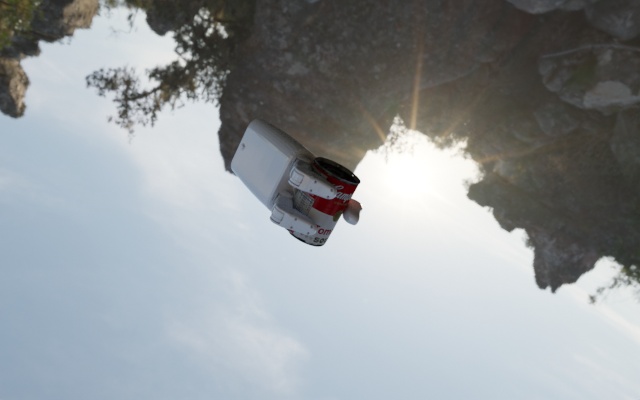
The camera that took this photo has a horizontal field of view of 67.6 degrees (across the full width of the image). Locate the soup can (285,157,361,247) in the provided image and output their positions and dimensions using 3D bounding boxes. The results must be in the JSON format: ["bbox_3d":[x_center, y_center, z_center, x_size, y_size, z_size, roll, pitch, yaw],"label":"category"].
[{"bbox_3d":[0.000,0.003,0.640,0.068,0.102,0.068,26,18,-9],"label":"soup can"}]
